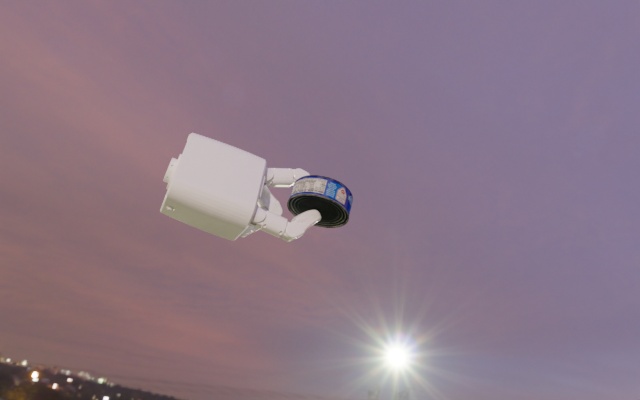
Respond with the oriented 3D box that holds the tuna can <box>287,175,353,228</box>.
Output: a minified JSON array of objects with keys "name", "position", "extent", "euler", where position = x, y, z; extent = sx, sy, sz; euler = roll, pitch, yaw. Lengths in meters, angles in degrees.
[{"name":"tuna can","position":[0.000,0.002,0.647],"extent":[0.086,0.033,0.086],"euler":[12,-29,7]}]
